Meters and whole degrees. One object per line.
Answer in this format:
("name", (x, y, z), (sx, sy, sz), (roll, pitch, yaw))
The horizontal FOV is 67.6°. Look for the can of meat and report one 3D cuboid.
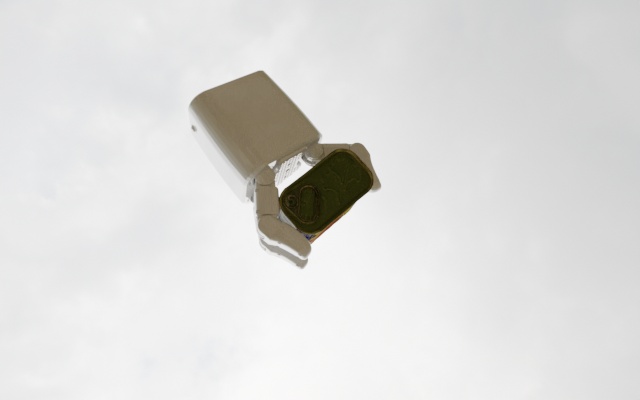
("can of meat", (0.000, 0.002, 0.524), (0.102, 0.057, 0.084), (-39, -7, -19))
